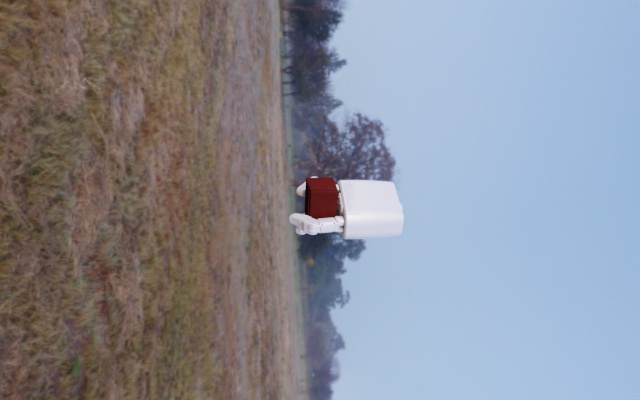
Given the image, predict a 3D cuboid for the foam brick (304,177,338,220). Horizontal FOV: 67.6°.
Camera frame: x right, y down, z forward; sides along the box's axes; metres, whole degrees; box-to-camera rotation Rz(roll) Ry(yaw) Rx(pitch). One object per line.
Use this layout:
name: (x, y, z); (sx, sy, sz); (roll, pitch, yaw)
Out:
foam brick: (0.000, 0.003, 0.858); (0.051, 0.078, 0.053); (-2, 29, -8)
